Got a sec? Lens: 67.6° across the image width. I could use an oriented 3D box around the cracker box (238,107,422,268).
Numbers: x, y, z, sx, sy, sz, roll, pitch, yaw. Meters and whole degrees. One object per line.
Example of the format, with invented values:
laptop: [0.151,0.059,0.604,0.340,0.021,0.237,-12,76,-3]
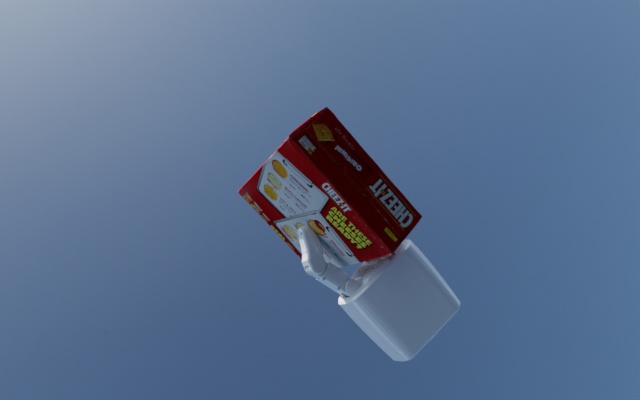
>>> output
cracker box: [0.000,0.002,0.592,0.072,0.164,0.214,-45,6,-27]
